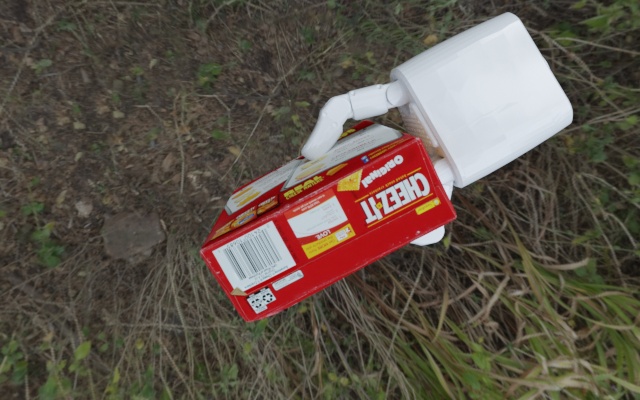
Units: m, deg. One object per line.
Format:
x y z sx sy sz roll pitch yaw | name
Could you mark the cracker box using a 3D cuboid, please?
0.000 0.001 0.416 0.164 0.072 0.213 -28 12 2 | cracker box
